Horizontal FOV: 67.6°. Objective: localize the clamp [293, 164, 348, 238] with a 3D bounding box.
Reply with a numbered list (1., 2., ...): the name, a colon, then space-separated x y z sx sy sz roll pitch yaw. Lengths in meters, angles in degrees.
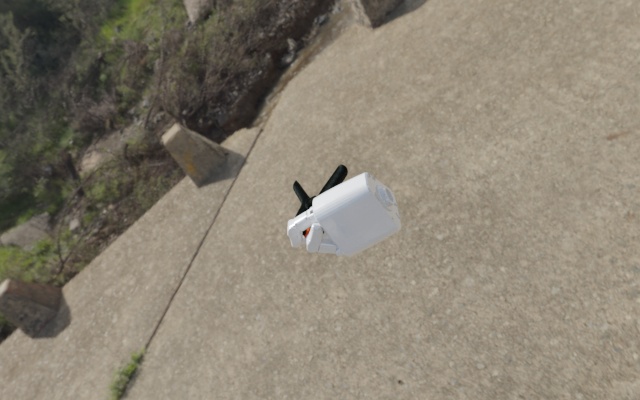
1. clamp: 0.000 0.003 0.887 0.120 0.171 0.039 -29 -49 23
